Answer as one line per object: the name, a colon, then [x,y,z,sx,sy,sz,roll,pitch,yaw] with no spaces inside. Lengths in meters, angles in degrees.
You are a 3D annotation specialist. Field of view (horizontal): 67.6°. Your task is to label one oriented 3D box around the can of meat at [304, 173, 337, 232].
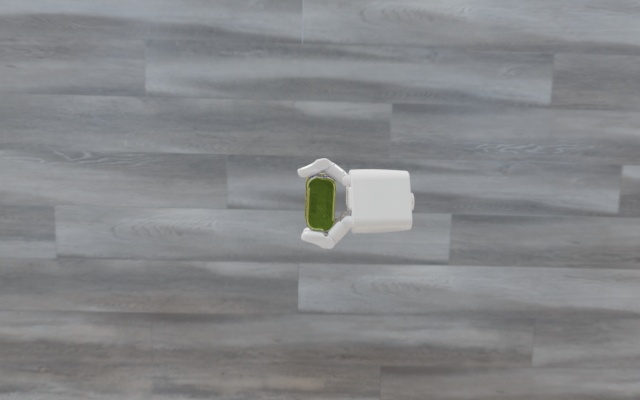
can of meat: [0.000,0.003,0.874,0.057,0.102,0.084,2,6,-2]
